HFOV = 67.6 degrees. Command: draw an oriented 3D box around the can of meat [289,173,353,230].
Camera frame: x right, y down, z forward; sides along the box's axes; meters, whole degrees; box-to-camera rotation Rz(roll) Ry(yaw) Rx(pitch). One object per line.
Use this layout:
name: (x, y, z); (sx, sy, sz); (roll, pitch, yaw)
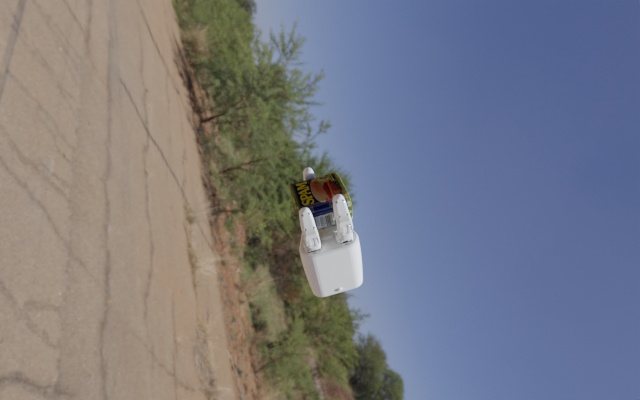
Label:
can of meat: (0.000, 0.002, 0.778); (0.084, 0.057, 0.102); (-15, 35, -5)
